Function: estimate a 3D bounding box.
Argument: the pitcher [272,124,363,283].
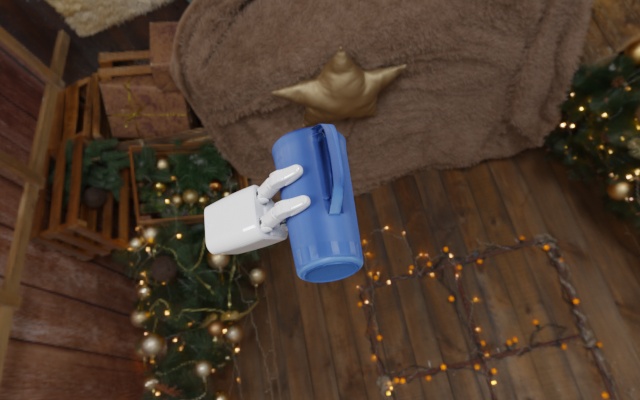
[{"bbox_3d":[0.000,0.003,0.795,0.145,0.242,0.149,-20,-27,19],"label":"pitcher"}]
